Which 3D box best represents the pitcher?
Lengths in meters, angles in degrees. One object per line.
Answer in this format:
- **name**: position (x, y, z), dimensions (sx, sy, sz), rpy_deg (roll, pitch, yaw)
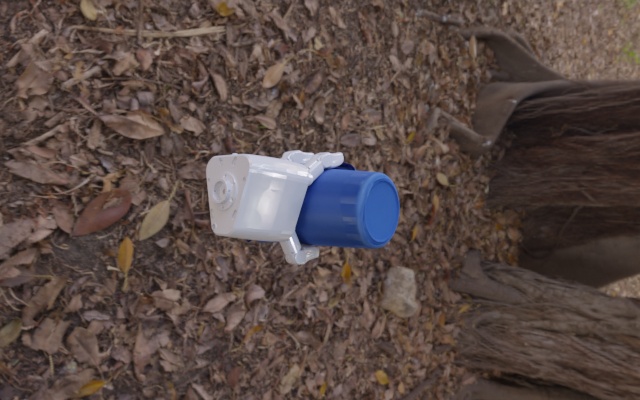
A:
- **pitcher**: position (0.000, 0.002, 0.746), dimensions (0.243, 0.149, 0.145), rpy_deg (3, -3, 41)
